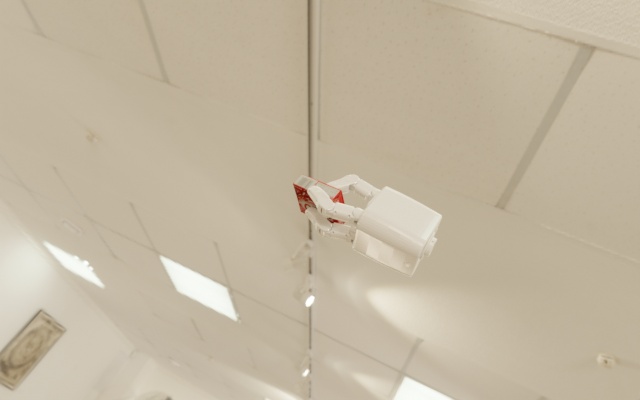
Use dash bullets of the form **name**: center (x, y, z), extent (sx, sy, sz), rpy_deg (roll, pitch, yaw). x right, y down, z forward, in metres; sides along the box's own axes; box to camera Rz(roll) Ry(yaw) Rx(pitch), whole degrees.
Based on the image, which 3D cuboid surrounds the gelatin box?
- **gelatin box**: center (0.000, 0.002, 0.817), extent (0.089, 0.073, 0.030), rpy_deg (24, 56, 30)
